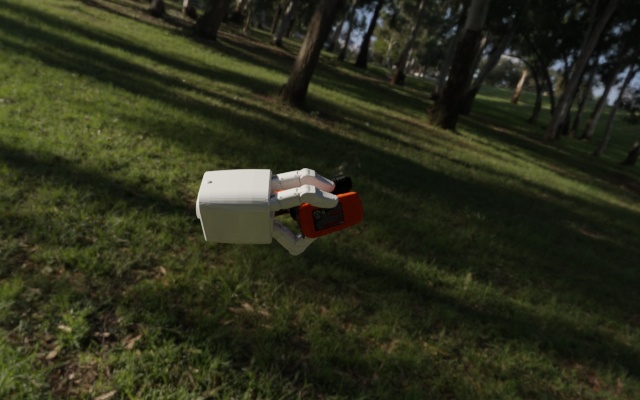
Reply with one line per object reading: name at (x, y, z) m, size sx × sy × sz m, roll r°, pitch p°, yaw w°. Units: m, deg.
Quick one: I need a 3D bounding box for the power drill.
power drill at (0.000, 0.003, 0.825) m, size 0.184 × 0.057 × 0.187 m, roll -18°, pitch 16°, yaw -18°
